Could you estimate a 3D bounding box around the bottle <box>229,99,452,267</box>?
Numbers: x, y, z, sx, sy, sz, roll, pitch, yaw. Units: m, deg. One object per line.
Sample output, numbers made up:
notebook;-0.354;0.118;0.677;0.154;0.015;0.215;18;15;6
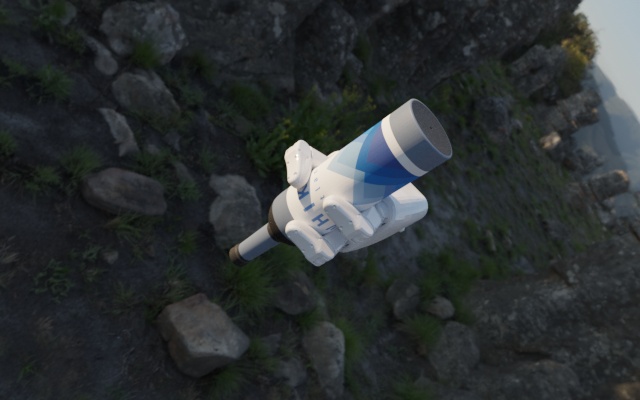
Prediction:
bottle;0.000;0.002;0.524;0.296;0.069;0.069;-34;-19;32
